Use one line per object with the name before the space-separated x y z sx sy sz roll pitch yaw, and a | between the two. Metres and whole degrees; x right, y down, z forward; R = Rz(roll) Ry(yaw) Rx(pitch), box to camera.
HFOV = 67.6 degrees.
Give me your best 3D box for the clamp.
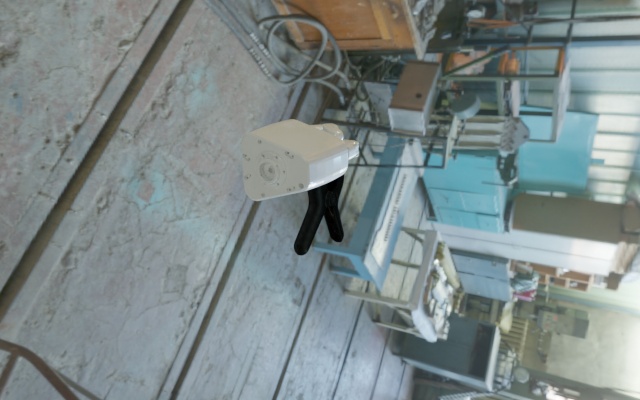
clamp | 0.001 0.002 0.738 0.039 0.171 0.120 8 20 28
